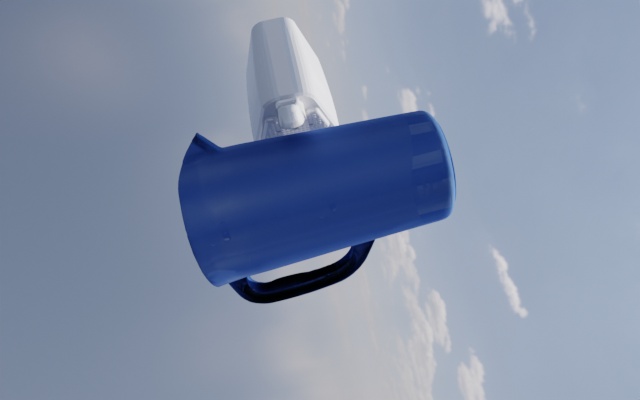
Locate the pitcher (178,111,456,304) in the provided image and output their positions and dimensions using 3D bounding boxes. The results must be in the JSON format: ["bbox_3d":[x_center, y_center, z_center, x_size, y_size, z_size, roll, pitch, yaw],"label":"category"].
[{"bbox_3d":[0.000,0.001,0.467,0.243,0.145,0.149,-13,-23,1],"label":"pitcher"}]
